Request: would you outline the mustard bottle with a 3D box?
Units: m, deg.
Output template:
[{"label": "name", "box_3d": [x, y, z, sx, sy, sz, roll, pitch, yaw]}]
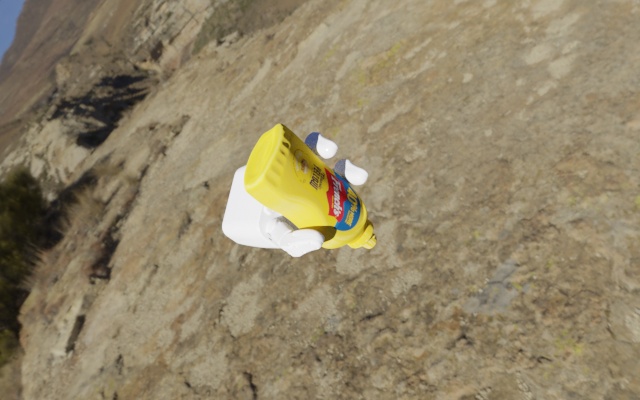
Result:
[{"label": "mustard bottle", "box_3d": [0.000, 0.002, 0.566, 0.058, 0.096, 0.192, -28, -54, 35]}]
